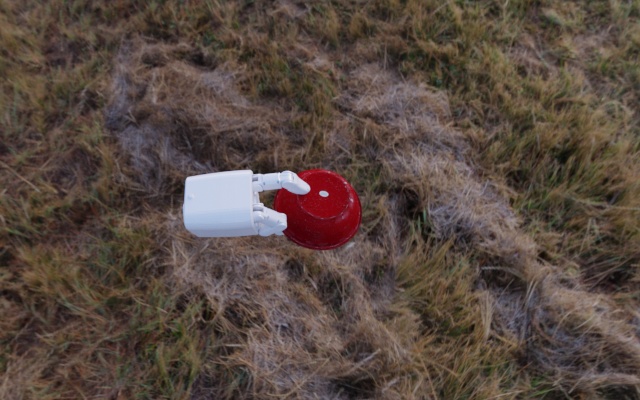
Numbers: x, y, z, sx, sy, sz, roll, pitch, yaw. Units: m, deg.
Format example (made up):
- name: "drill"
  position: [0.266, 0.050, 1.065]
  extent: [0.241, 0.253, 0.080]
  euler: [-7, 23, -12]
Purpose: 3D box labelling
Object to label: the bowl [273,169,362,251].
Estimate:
- name: "bowl"
  position: [0.001, 0.002, 0.830]
  extent: [0.162, 0.162, 0.055]
  euler: [0, -28, -11]
